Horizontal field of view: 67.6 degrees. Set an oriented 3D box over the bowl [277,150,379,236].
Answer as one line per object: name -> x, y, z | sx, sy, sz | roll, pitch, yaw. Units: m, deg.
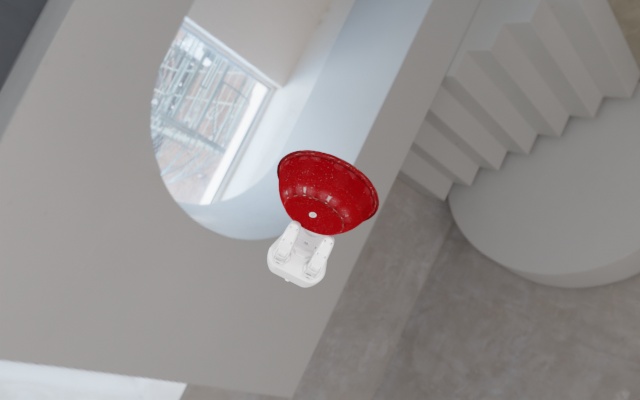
bowl -> 0.000, 0.002, 0.691 | 0.162, 0.055, 0.162 | 18, -33, 12
